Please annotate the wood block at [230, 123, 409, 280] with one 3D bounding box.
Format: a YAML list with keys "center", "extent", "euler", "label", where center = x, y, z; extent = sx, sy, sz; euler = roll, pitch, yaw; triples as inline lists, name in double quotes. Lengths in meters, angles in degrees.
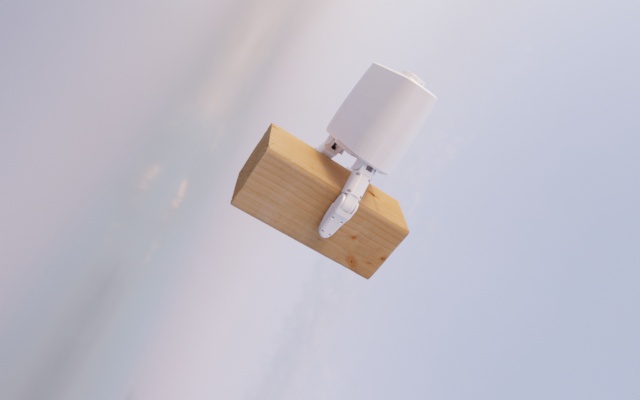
- center: [0.000, 0.002, 0.615]
  extent: [0.206, 0.090, 0.090]
  euler: [30, 23, -17]
  label: "wood block"
